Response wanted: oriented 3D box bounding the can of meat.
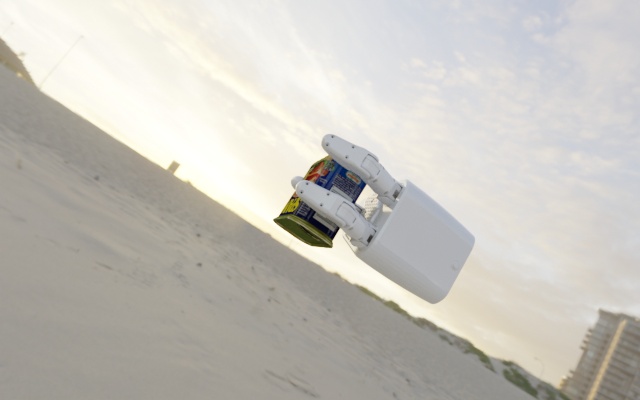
[{"bbox_3d":[0.000,0.001,0.522,0.057,0.084,0.102,35,-13,-12],"label":"can of meat"}]
